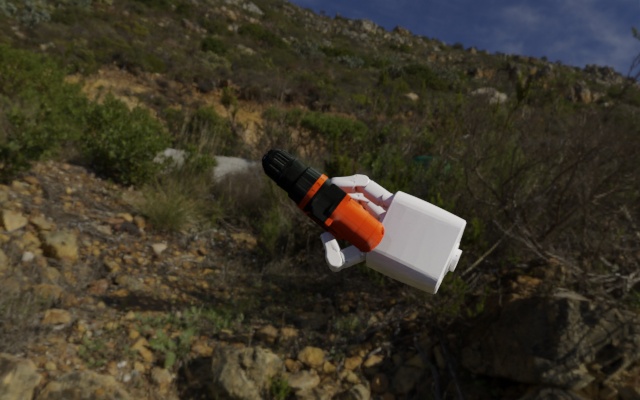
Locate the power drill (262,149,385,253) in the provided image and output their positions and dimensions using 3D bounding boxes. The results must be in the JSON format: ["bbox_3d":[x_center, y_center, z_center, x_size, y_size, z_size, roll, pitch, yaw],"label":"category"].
[{"bbox_3d":[0.000,0.002,0.677,0.184,0.057,0.187,40,-1,1],"label":"power drill"}]
